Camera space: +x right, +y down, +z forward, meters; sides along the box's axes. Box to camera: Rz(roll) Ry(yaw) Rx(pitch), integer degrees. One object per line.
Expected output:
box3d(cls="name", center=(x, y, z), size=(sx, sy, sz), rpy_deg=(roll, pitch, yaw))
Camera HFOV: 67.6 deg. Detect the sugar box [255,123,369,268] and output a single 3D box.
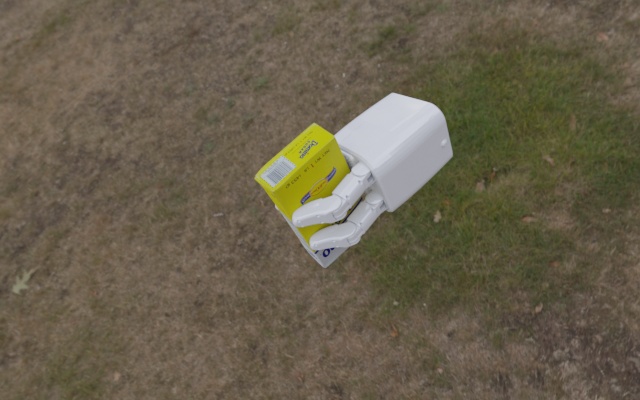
box3d(cls="sugar box", center=(0.000, 0.002, 0.576), size=(0.048, 0.093, 0.176), rpy_deg=(40, -12, 41))
